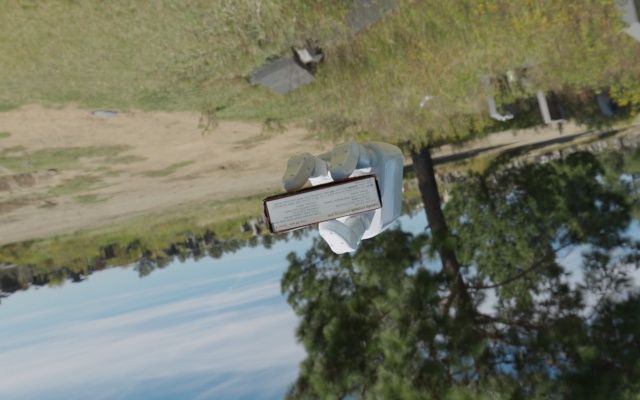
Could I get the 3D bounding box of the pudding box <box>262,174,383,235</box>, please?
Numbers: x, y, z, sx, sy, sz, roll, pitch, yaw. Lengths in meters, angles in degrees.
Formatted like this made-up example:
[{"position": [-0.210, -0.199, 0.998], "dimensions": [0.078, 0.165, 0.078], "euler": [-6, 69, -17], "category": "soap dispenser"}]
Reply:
[{"position": [0.000, 0.002, 0.490], "dimensions": [0.113, 0.039, 0.090], "euler": [-15, 2, -3], "category": "pudding box"}]
